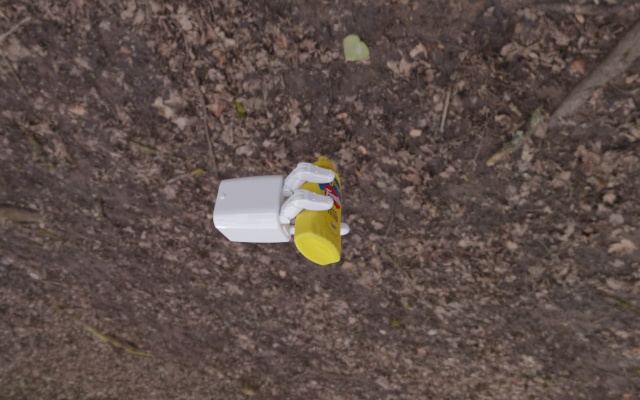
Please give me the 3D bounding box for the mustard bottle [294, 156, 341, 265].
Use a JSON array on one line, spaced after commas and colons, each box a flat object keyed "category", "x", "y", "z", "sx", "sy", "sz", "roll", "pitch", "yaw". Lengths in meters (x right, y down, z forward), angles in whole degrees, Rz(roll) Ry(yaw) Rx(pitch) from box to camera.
[{"category": "mustard bottle", "x": 0.000, "y": 0.003, "z": 0.788, "sx": 0.058, "sy": 0.191, "sz": 0.096, "roll": -18, "pitch": -43, "yaw": 25}]
